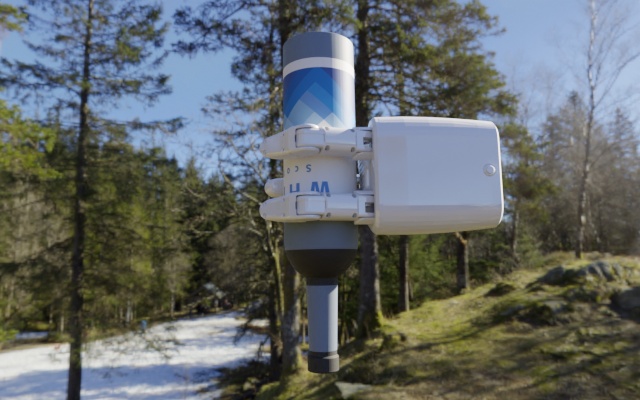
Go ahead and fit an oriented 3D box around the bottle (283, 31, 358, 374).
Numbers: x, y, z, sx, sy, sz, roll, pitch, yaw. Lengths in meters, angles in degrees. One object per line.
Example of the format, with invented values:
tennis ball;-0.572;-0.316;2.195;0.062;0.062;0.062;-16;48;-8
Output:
bottle;0.000;0.001;0.432;0.069;0.295;0.069;-1;-7;0
